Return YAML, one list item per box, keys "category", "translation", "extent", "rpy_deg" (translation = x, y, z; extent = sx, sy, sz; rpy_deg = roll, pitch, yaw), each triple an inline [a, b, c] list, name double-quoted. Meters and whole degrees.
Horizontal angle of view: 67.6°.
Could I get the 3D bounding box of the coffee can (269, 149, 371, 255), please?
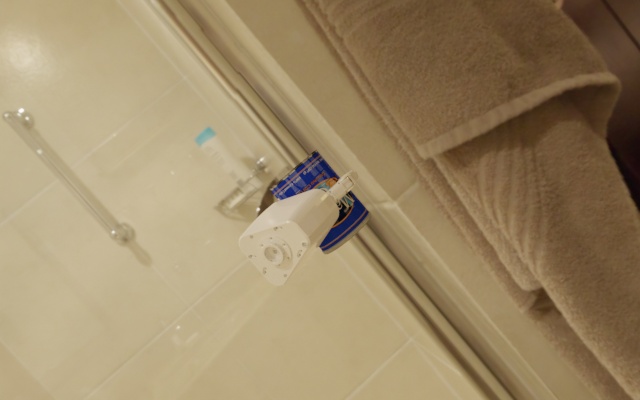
- category: "coffee can"
  translation: [0.000, 0.003, 0.783]
  extent: [0.103, 0.140, 0.103]
  rpy_deg: [-40, 4, 4]
